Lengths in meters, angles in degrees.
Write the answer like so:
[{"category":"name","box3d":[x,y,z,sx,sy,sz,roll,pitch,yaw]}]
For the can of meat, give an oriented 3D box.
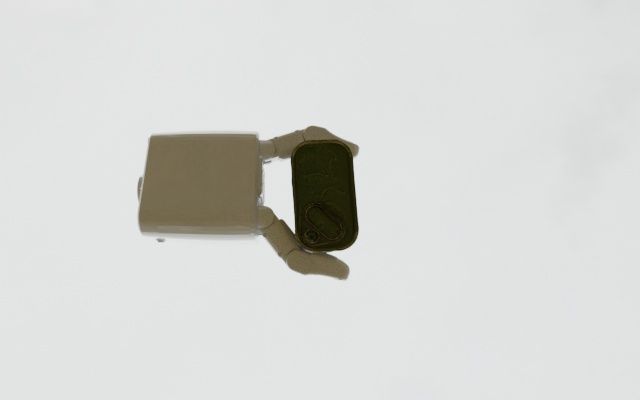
[{"category":"can of meat","box3d":[0.000,0.001,0.466,0.057,0.102,0.084,-3,-9,-6]}]
